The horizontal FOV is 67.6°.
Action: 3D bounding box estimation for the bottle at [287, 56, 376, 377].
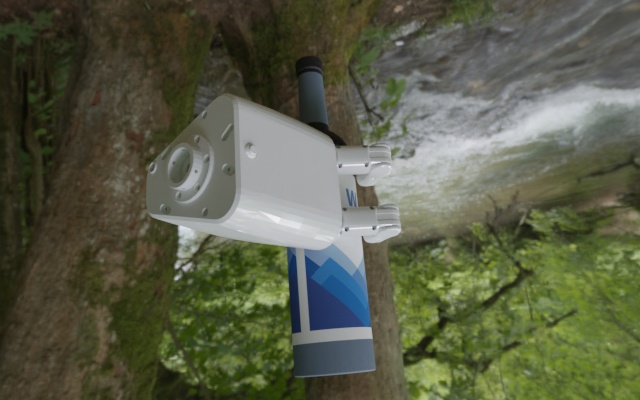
[{"bbox_3d":[0.000,0.002,0.434,0.069,0.295,0.069,-4,-18,-1],"label":"bottle"}]
